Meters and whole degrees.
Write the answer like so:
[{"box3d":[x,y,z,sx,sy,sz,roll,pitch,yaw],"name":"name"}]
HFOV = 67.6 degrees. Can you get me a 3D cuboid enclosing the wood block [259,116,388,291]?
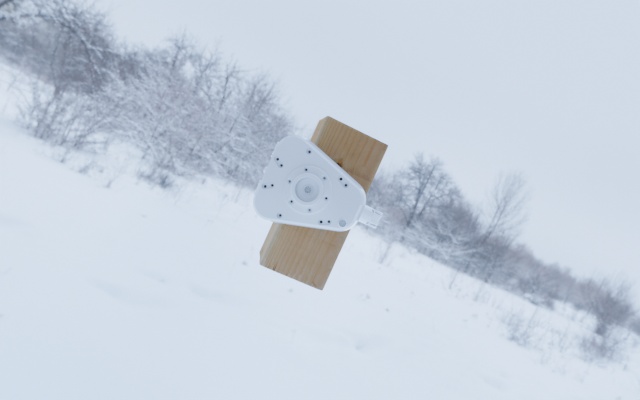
[{"box3d":[0.000,0.002,0.646,0.091,0.206,0.090,25,2,-9],"name":"wood block"}]
